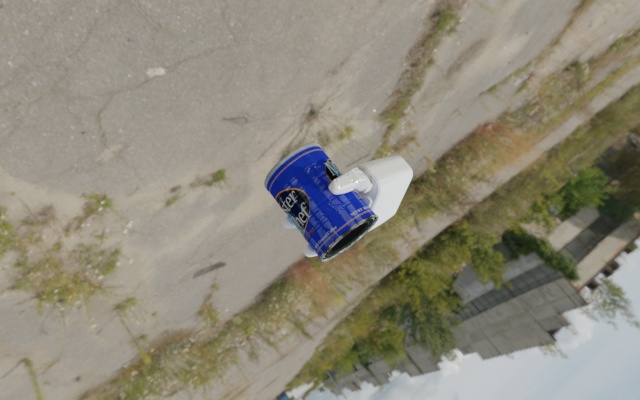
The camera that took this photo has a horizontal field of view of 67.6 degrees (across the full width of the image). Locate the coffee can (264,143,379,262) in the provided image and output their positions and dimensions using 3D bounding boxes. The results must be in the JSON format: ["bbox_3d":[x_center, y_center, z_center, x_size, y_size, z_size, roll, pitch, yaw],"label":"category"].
[{"bbox_3d":[0.000,0.002,0.688,0.103,0.140,0.103,-35,-16,-11],"label":"coffee can"}]
